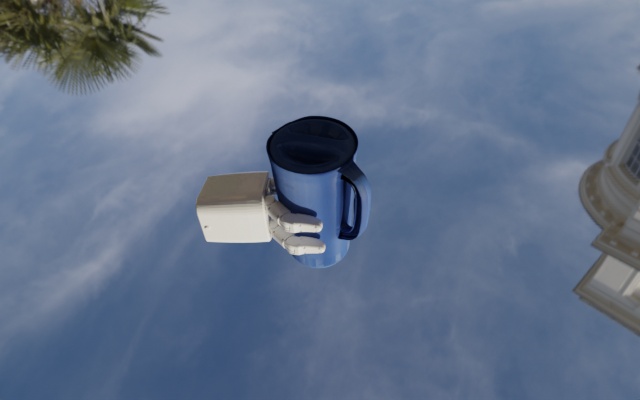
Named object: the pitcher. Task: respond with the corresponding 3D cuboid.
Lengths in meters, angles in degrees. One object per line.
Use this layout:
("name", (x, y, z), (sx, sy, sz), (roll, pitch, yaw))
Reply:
("pitcher", (0.000, 0.002, 0.761), (0.145, 0.149, 0.243), (-3, -45, 1))
